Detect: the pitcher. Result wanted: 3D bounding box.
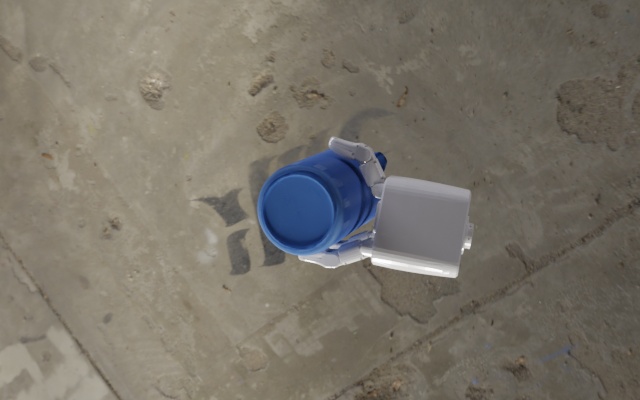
[{"bbox_3d":[0.000,0.002,0.659,0.145,0.149,0.243,11,11,15],"label":"pitcher"}]
